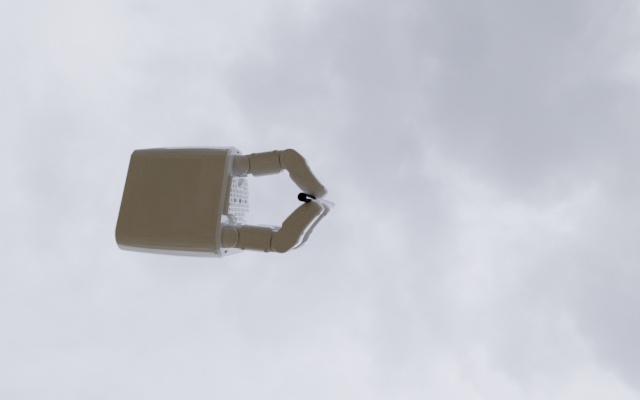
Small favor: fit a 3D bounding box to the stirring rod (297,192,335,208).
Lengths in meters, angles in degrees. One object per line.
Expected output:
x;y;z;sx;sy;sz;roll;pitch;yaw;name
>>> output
0.000;0.002;0.526;0.011;0.011;0.239;0;-2;8;stirring rod
